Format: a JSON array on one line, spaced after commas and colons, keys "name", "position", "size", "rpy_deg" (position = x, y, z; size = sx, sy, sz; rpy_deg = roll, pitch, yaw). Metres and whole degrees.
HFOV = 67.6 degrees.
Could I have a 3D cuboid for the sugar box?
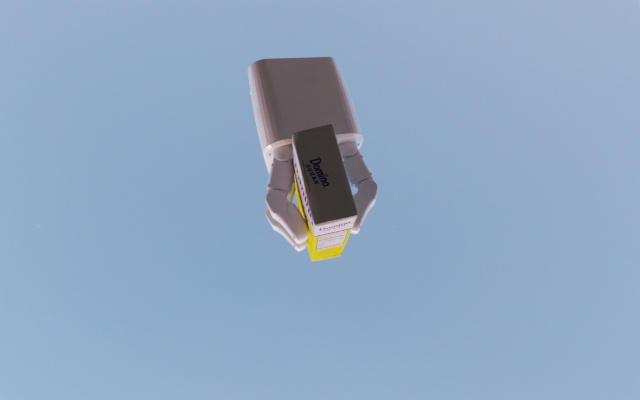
[{"name": "sugar box", "position": [0.000, 0.002, 0.501], "size": [0.048, 0.093, 0.176], "rpy_deg": [-14, -17, -3]}]
